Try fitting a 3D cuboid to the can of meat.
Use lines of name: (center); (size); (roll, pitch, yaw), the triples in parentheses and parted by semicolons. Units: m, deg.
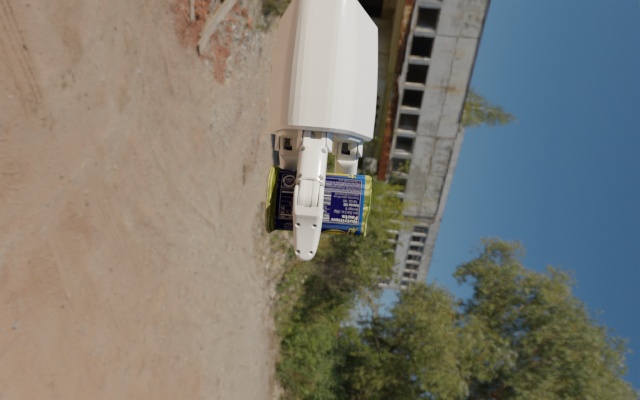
can of meat: (0.000, 0.002, 0.430); (0.084, 0.057, 0.102); (4, 1, 2)
